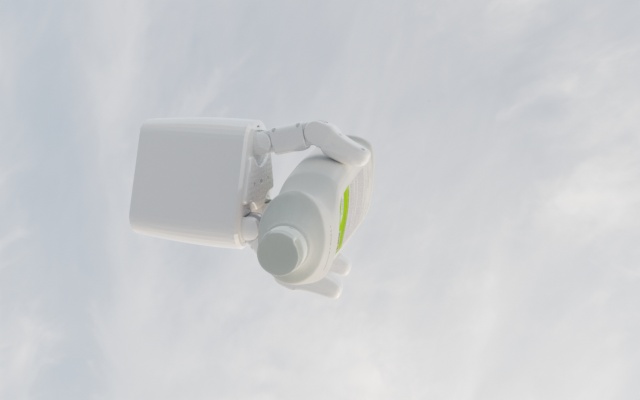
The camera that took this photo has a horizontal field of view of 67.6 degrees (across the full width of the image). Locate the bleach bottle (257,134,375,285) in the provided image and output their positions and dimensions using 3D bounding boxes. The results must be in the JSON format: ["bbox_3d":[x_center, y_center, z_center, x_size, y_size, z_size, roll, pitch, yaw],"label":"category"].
[{"bbox_3d":[0.000,0.001,0.421,0.068,0.102,0.250,5,13,12],"label":"bleach bottle"}]
